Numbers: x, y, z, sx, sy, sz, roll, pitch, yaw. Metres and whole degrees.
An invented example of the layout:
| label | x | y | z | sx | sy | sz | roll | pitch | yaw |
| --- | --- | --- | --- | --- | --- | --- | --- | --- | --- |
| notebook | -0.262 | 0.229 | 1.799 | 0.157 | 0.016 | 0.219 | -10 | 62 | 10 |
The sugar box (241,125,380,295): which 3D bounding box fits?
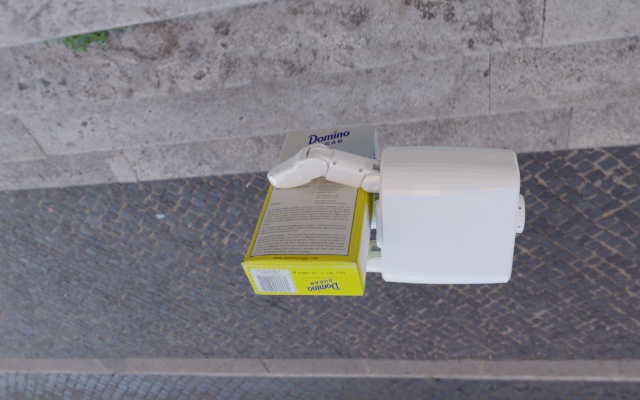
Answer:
| label | x | y | z | sx | sy | sz | roll | pitch | yaw |
| --- | --- | --- | --- | --- | --- | --- | --- | --- | --- |
| sugar box | 0.000 | 0.002 | 0.428 | 0.093 | 0.048 | 0.176 | -1 | 41 | 15 |
